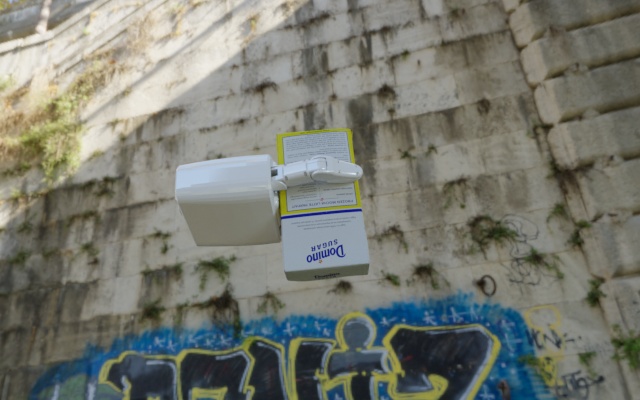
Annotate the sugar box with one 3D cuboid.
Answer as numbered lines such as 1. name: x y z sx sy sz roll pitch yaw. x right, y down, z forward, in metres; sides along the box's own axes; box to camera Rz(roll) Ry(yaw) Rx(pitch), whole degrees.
1. sugar box: 0.000 0.002 0.551 0.093 0.176 0.048 -5 -25 0
